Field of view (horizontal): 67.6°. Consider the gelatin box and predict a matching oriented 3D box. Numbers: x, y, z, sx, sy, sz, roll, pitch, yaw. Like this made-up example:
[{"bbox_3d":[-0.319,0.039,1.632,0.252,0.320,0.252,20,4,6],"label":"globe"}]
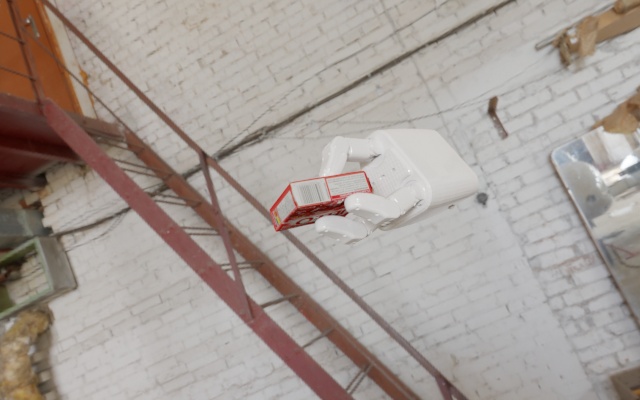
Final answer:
[{"bbox_3d":[0.000,0.001,0.498,0.089,0.030,0.073,-10,-17,-27],"label":"gelatin box"}]
